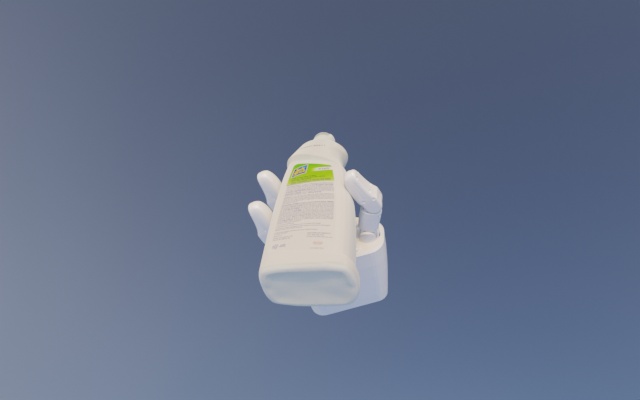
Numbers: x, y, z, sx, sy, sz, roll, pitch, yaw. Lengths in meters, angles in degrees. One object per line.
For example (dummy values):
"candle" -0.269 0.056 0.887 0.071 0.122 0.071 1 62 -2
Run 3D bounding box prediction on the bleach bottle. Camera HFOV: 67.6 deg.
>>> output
"bleach bottle" 0.000 0.002 0.557 0.102 0.068 0.250 -3 42 11
